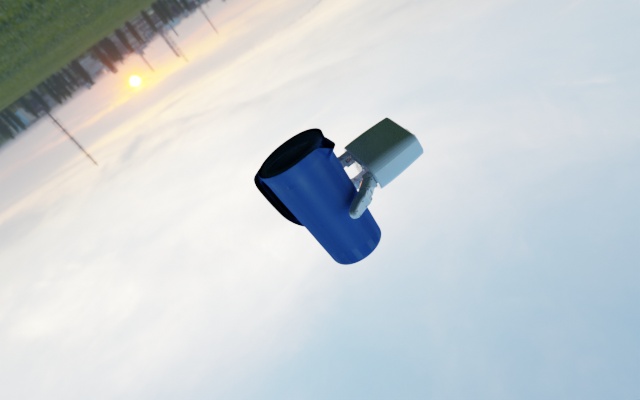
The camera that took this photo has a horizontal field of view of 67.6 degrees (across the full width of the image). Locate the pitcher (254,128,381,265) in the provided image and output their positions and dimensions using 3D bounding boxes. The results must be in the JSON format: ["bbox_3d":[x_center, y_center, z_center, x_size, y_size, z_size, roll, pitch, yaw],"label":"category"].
[{"bbox_3d":[0.000,0.003,0.868,0.145,0.243,0.149,-40,26,-7],"label":"pitcher"}]
